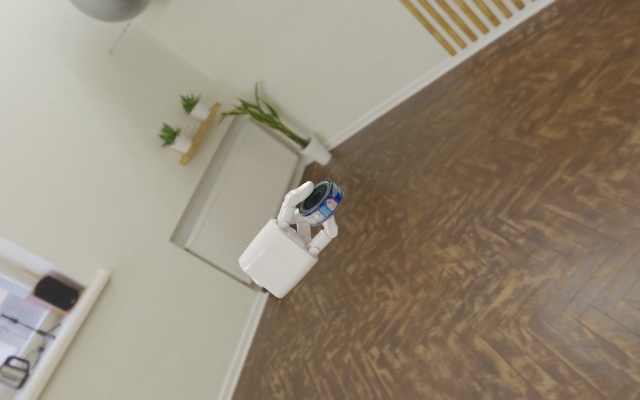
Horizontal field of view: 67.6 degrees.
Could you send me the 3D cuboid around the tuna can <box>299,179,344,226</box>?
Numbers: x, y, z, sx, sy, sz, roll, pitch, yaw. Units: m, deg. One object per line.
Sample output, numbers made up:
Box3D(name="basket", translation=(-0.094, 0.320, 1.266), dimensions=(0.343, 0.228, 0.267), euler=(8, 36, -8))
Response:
Box3D(name="tuna can", translation=(0.000, 0.002, 0.874), dimensions=(0.034, 0.086, 0.086), euler=(42, -20, -23))
